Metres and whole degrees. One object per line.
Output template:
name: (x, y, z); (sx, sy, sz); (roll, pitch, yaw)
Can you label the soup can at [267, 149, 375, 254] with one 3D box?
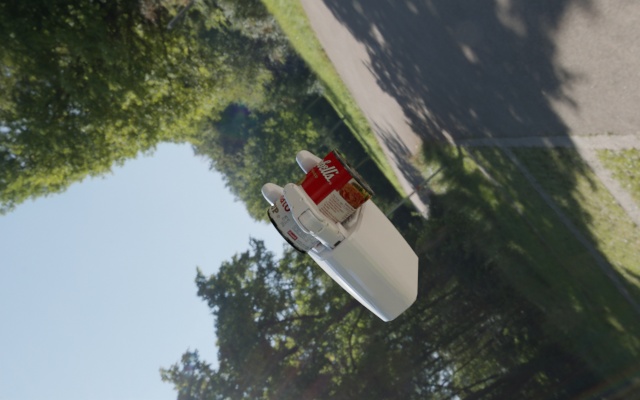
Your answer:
soup can: (0.000, 0.002, 0.527); (0.102, 0.068, 0.068); (-42, -7, 8)
